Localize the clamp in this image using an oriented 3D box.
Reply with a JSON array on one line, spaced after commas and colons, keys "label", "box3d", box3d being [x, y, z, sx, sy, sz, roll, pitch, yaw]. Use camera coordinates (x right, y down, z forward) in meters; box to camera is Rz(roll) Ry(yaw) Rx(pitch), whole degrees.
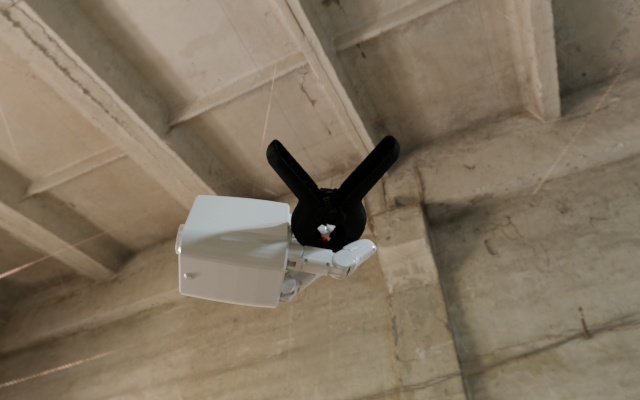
[{"label": "clamp", "box3d": [0.000, 0.001, 0.477, 0.120, 0.172, 0.039, 8, 42, -7]}]
